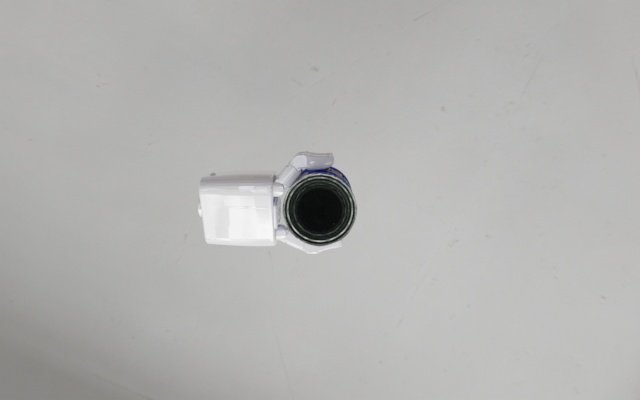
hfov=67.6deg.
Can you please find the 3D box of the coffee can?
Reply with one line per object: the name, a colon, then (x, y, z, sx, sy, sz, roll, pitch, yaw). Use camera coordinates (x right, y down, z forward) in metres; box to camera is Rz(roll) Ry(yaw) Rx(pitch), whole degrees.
coffee can: (0.000, 0.002, 0.719, 0.103, 0.103, 0.140, 0, 9, 1)
